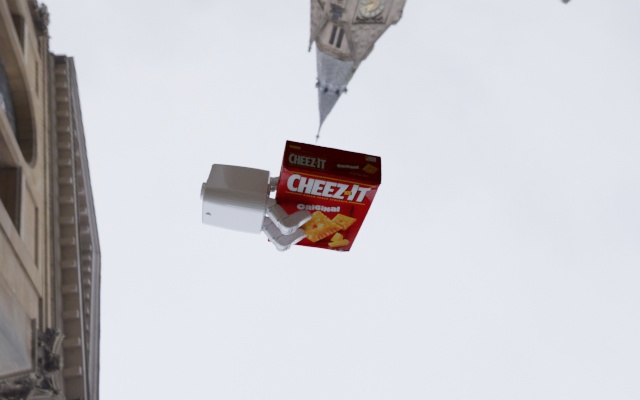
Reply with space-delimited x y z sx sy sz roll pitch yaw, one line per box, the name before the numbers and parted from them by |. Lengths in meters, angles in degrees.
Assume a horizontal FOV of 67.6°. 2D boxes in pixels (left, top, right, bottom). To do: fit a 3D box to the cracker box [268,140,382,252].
cracker box | 0.000 0.003 0.850 0.164 0.072 0.214 9 -39 -8
